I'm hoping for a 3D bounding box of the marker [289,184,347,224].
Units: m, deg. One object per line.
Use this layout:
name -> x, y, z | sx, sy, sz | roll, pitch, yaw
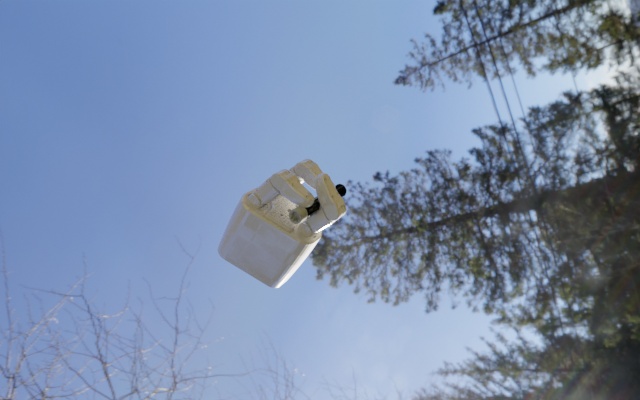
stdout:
marker -> 0.000, 0.002, 0.621 | 0.020, 0.020, 0.121 | 0, 17, 32
